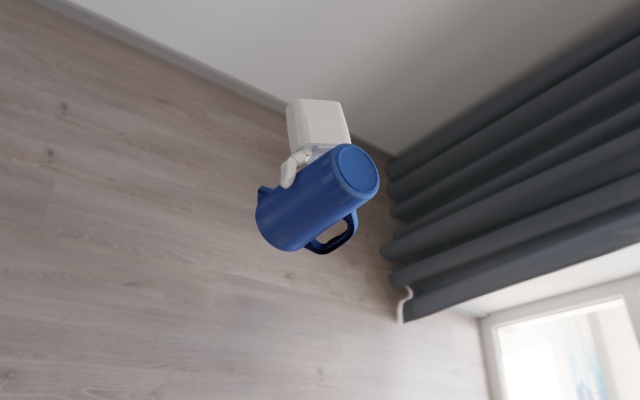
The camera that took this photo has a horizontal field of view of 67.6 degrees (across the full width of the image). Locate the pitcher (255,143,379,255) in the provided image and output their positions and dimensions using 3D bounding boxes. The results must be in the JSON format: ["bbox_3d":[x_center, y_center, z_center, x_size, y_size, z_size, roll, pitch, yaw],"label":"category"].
[{"bbox_3d":[0.000,0.003,0.892,0.149,0.145,0.243,9,-29,-37],"label":"pitcher"}]
